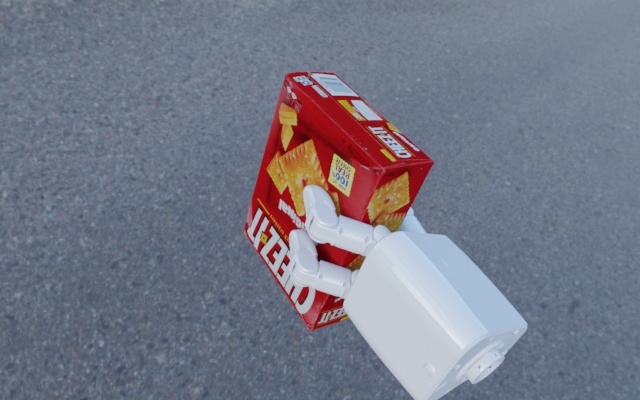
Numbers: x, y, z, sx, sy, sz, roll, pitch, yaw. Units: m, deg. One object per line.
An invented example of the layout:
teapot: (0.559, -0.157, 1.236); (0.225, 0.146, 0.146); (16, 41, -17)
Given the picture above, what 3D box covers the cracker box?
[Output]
cracker box: (0.000, 0.001, 0.492); (0.072, 0.214, 0.164); (-9, 45, -36)
